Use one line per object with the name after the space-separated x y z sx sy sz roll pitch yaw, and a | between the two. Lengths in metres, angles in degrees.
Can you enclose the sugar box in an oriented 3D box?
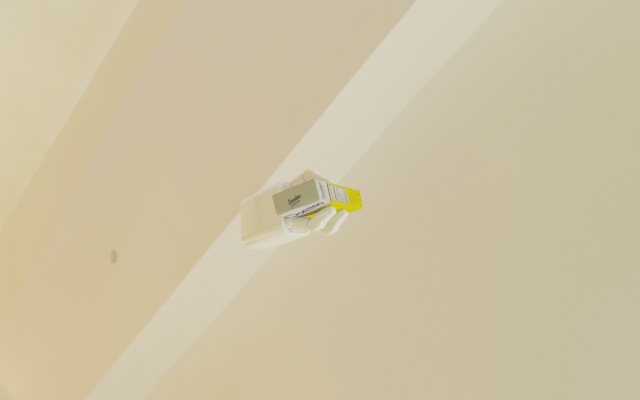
0.000 0.003 0.887 0.093 0.048 0.176 -21 -13 28 | sugar box
